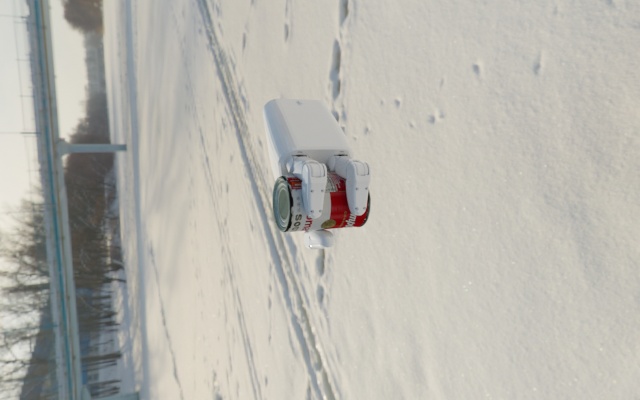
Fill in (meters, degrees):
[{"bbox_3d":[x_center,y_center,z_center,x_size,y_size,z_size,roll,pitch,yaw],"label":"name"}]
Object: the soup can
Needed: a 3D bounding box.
[{"bbox_3d":[0.000,0.002,0.576,0.102,0.068,0.068,-3,1,-23],"label":"soup can"}]
